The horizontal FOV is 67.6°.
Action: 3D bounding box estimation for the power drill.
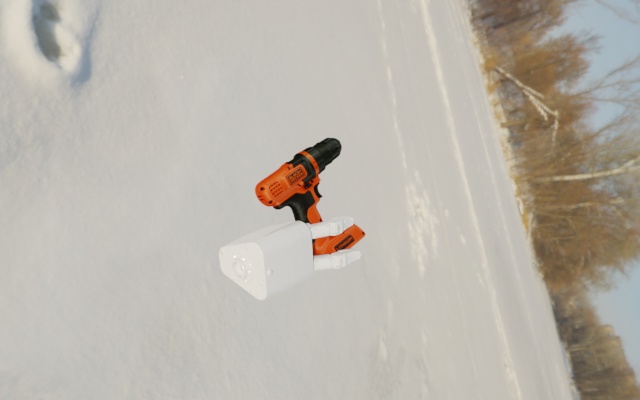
[{"bbox_3d":[0.000,0.003,0.834,0.184,0.188,0.057,-37,12,-24],"label":"power drill"}]
